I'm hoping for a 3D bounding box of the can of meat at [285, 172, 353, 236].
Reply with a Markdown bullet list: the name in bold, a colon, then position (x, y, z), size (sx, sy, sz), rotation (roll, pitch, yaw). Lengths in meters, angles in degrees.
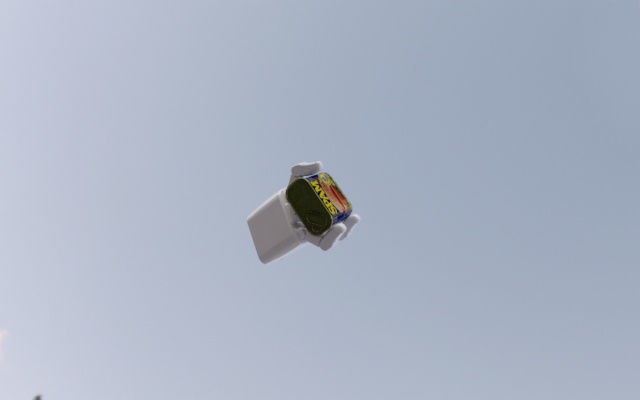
- **can of meat**: position (0.000, 0.003, 0.843), size (0.057, 0.102, 0.084), rotation (-39, -9, 33)
